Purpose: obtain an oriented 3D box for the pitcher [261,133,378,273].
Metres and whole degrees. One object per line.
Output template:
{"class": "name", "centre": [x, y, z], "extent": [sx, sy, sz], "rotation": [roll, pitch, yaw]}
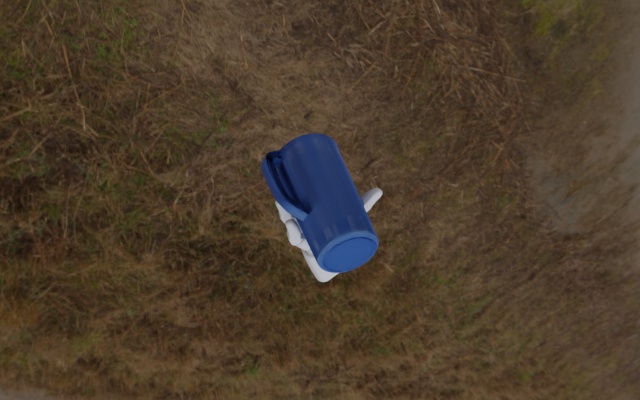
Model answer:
{"class": "pitcher", "centre": [0.000, 0.003, 0.844], "extent": [0.149, 0.242, 0.145], "rotation": [-22, -39, -2]}
